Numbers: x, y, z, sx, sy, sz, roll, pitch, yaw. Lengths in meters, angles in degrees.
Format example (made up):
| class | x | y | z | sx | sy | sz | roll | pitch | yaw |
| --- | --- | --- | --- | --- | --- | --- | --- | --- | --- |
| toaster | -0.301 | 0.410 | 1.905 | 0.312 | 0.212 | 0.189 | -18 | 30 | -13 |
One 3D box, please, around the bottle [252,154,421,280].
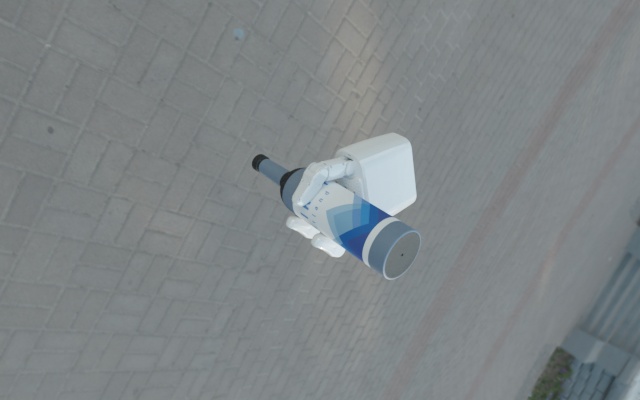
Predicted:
| class | x | y | z | sx | sy | sz | roll | pitch | yaw |
| --- | --- | --- | --- | --- | --- | --- | --- | --- | --- |
| bottle | 0.000 | 0.002 | 0.649 | 0.069 | 0.069 | 0.295 | 0 | 25 | -46 |
